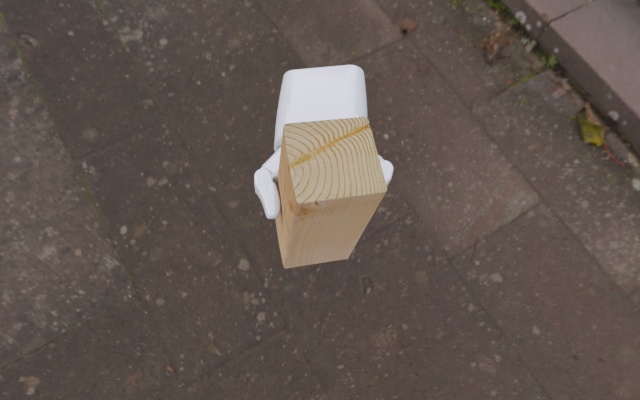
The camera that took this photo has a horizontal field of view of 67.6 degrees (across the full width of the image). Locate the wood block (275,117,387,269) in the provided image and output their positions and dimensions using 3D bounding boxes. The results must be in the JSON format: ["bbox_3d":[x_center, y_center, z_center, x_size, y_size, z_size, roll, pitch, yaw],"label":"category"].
[{"bbox_3d":[0.000,0.001,0.554,0.091,0.090,0.206,-7,-24,-11],"label":"wood block"}]
